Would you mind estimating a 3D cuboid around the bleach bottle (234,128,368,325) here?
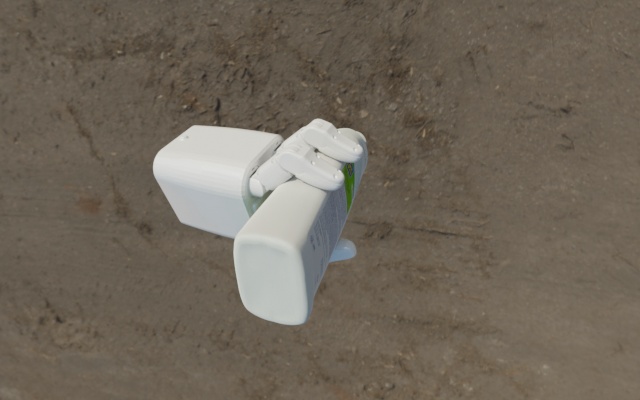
[{"bbox_3d":[0.000,0.002,0.493,0.068,0.103,0.250,10,36,18],"label":"bleach bottle"}]
